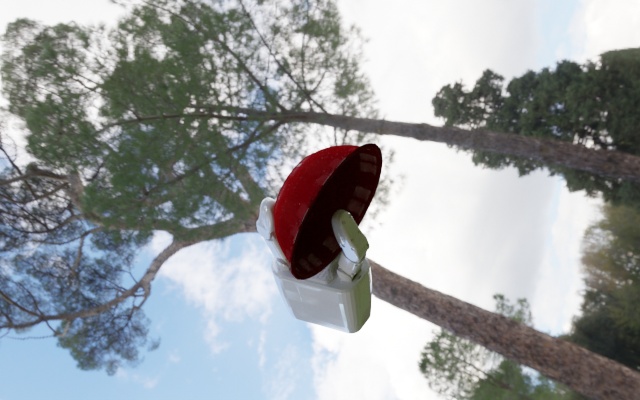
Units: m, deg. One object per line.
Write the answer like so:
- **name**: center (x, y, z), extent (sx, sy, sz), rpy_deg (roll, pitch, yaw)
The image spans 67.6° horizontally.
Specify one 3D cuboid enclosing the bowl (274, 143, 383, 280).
- **bowl**: center (0.000, 0.000, 0.506), extent (0.055, 0.162, 0.162), rpy_deg (31, 13, 22)
